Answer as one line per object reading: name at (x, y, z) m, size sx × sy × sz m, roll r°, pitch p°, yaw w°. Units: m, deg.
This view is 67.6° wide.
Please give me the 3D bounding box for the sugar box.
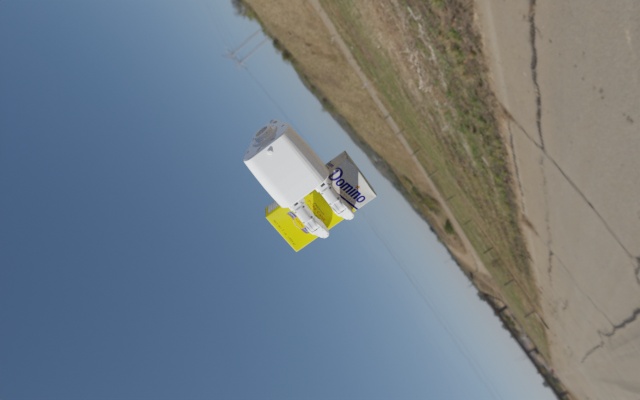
sugar box at (0.000, 0.003, 0.836) m, size 0.176 × 0.093 × 0.048 m, roll -35°, pitch 24°, yaw 11°
